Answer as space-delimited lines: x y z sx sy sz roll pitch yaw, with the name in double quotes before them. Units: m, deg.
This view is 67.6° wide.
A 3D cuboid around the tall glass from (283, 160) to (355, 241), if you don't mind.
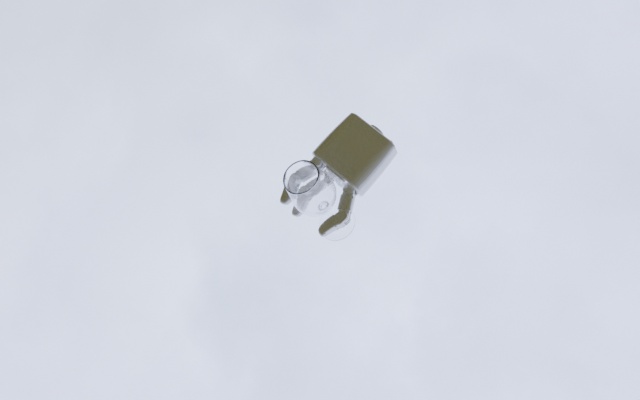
"tall glass" 0.000 0.003 0.844 0.079 0.079 0.201 0 -24 21
